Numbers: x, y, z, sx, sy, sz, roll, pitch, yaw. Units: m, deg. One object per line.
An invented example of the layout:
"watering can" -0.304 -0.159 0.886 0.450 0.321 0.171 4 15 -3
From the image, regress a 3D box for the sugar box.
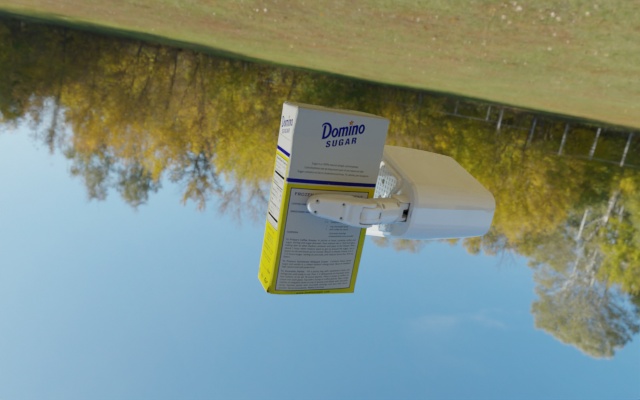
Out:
"sugar box" 0.000 0.001 0.451 0.093 0.176 0.048 4 15 -25
